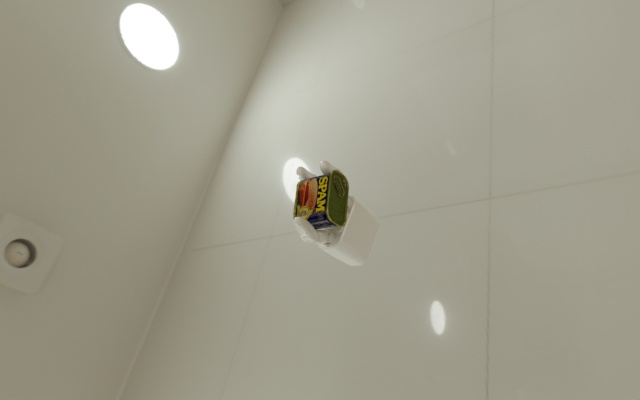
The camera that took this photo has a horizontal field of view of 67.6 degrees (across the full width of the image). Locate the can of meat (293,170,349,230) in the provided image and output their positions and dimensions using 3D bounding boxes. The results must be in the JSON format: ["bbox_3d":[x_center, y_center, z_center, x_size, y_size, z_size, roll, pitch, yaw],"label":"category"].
[{"bbox_3d":[0.000,0.003,0.873,0.084,0.102,0.057,-12,-30,35],"label":"can of meat"}]
